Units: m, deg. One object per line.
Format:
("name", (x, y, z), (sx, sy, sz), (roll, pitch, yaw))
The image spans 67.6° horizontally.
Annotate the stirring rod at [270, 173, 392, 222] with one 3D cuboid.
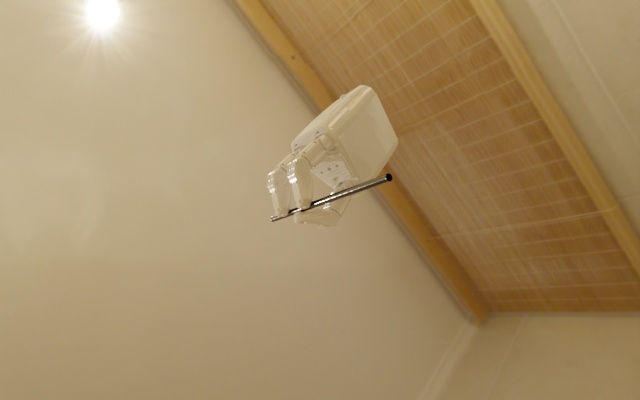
("stirring rod", (0.000, 0.002, 0.546), (0.011, 0.011, 0.239), (0, -11, -33))
